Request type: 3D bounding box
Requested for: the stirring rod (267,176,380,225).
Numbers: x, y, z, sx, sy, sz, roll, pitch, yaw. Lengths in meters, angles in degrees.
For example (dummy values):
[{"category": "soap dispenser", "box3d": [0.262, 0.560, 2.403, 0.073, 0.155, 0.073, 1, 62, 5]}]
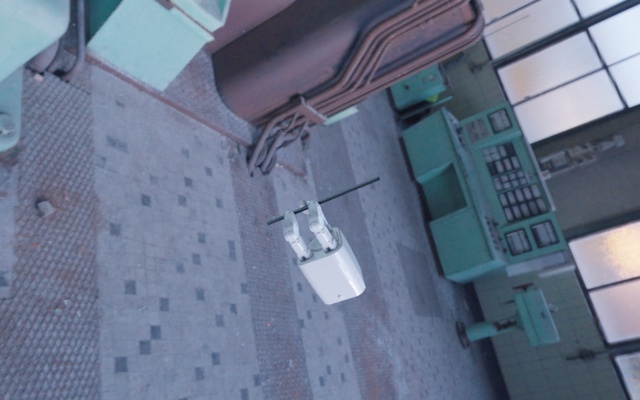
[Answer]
[{"category": "stirring rod", "box3d": [0.000, 0.003, 0.886, 0.239, 0.011, 0.011, -22, -9, 23]}]
